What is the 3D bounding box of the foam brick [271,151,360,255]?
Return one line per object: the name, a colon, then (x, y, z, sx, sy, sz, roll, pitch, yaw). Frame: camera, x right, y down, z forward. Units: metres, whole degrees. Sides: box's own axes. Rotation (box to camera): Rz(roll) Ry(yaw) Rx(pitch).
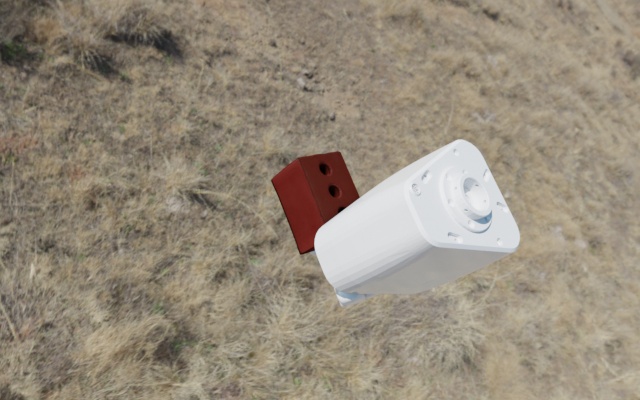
foam brick: (0.000, 0.001, 0.436, 0.053, 0.078, 0.051, -13, -15, -38)
